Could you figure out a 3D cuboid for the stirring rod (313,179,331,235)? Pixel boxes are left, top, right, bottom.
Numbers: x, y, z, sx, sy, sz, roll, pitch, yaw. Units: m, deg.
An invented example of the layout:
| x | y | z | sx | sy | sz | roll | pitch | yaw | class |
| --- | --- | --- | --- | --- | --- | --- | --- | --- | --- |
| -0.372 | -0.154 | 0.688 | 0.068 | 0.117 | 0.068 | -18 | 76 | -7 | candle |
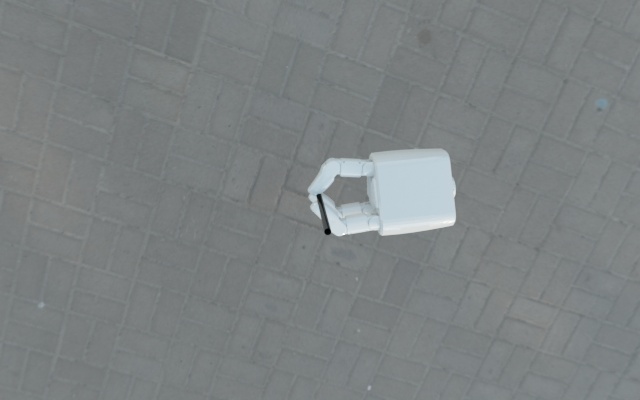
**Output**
| x | y | z | sx | sy | sz | roll | pitch | yaw | class |
| --- | --- | --- | --- | --- | --- | --- | --- | --- | --- |
| 0.000 | 0.002 | 0.640 | 0.011 | 0.011 | 0.239 | 0 | 16 | -4 | stirring rod |
